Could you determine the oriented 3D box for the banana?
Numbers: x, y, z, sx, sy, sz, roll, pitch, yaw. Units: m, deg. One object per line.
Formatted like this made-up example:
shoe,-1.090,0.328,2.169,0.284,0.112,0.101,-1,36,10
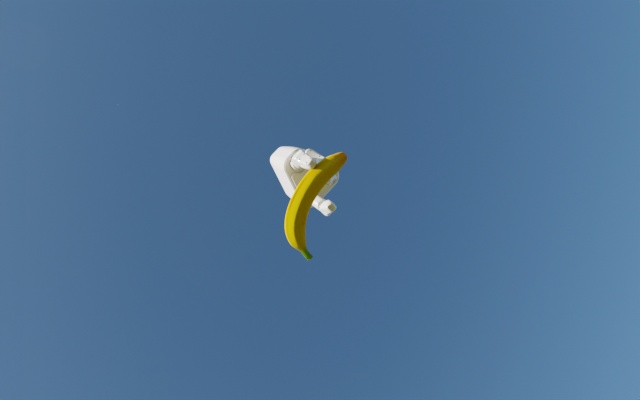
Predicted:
banana,-0.017,0.000,0.826,0.069,0.198,0.037,19,3,-25
